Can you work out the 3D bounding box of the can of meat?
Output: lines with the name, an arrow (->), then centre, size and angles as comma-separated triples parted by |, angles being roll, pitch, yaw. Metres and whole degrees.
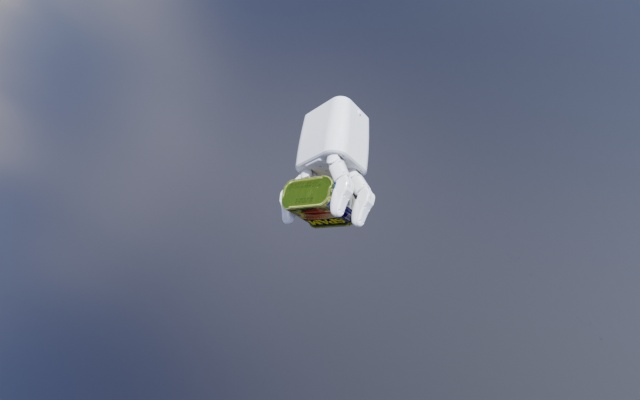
can of meat -> 0.000, 0.002, 0.764 | 0.102, 0.057, 0.084 | -6, -26, 36
